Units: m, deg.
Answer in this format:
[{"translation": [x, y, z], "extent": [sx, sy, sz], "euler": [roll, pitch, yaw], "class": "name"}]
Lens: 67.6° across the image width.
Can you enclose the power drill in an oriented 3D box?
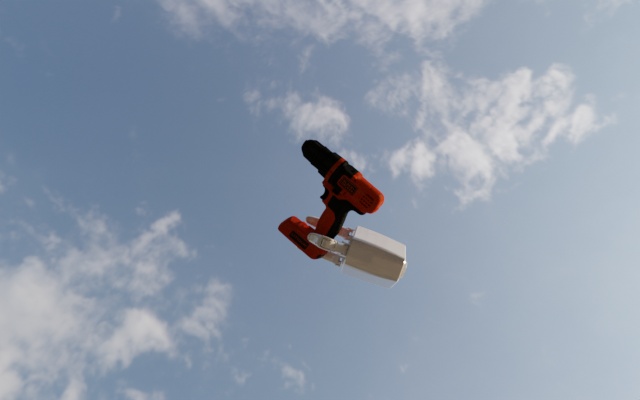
[{"translation": [0.000, 0.003, 0.898], "extent": [0.184, 0.188, 0.057], "euler": [41, 24, 10], "class": "power drill"}]
